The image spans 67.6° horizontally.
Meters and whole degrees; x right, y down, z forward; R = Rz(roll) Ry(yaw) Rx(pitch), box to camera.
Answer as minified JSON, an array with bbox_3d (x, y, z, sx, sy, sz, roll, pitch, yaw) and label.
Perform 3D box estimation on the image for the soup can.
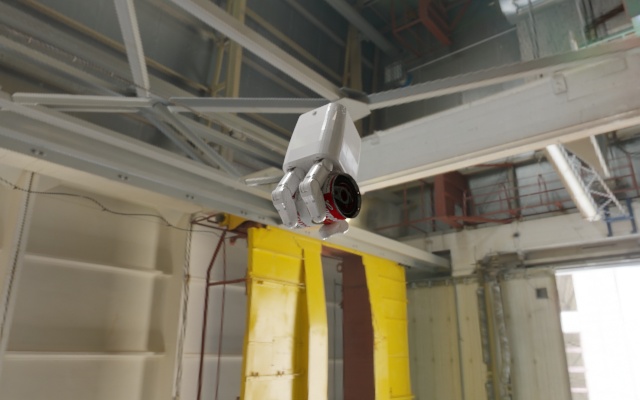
[{"bbox_3d":[0.000,0.003,0.711,0.102,0.068,0.068,-14,-9,38],"label":"soup can"}]
